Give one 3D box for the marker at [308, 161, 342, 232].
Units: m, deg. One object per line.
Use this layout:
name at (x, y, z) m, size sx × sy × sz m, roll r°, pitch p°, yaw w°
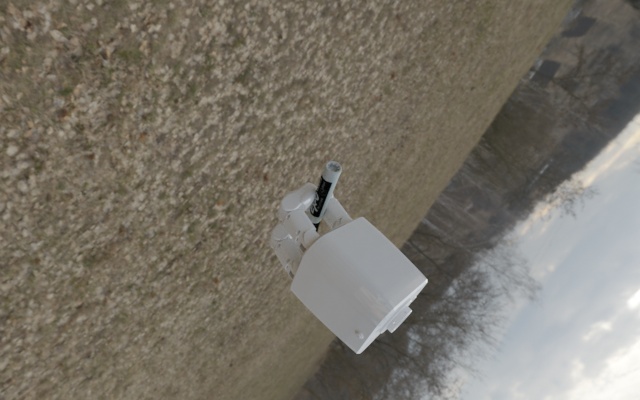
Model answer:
marker at (0.000, 0.002, 0.556) m, size 0.020 × 0.020 × 0.121 m, roll 0°, pitch -39°, yaw -18°
